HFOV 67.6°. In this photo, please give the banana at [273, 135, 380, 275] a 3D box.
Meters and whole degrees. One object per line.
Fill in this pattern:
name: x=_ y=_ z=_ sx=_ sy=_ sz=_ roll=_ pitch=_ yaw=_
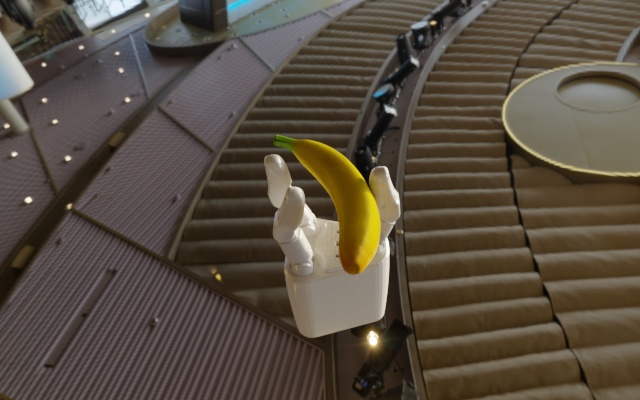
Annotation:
banana: x=0.016 y=-0.004 z=0.454 sx=0.069 sy=0.037 sz=0.197 roll=-12 pitch=41 yaw=-19
